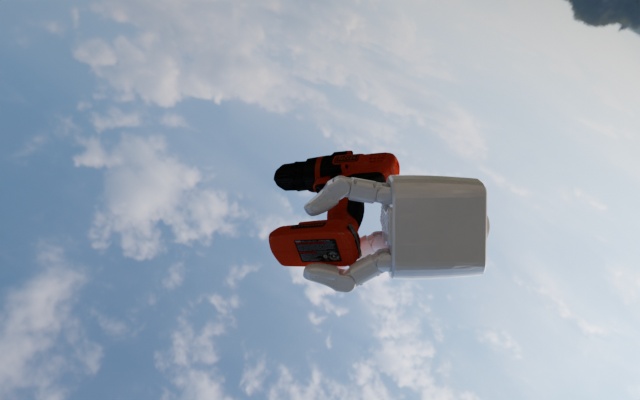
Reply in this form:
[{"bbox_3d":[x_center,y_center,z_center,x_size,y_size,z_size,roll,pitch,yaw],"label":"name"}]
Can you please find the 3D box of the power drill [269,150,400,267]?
[{"bbox_3d":[0.000,0.002,0.618,0.184,0.057,0.187,-5,37,23],"label":"power drill"}]
